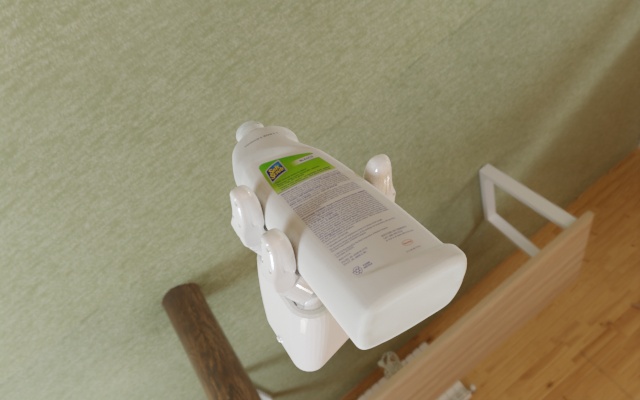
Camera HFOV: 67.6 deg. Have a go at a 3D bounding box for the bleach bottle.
[{"bbox_3d":[0.000,0.001,0.413,0.102,0.068,0.250,-22,48,-23],"label":"bleach bottle"}]
